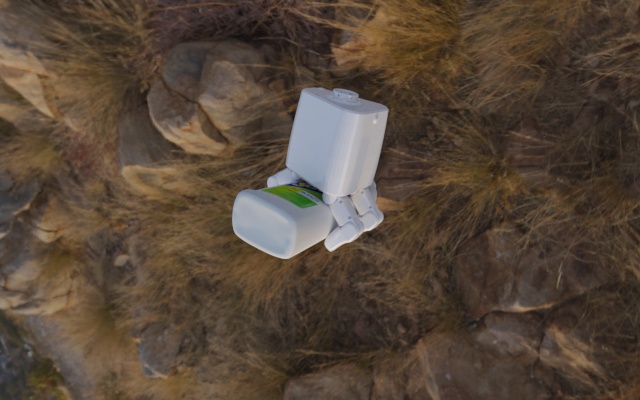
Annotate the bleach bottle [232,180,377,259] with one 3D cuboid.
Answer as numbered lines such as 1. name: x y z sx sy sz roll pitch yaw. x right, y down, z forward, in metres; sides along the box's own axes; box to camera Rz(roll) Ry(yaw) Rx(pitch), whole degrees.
1. bleach bottle: 0.000 0.002 0.664 0.102 0.068 0.251 24 26 27
